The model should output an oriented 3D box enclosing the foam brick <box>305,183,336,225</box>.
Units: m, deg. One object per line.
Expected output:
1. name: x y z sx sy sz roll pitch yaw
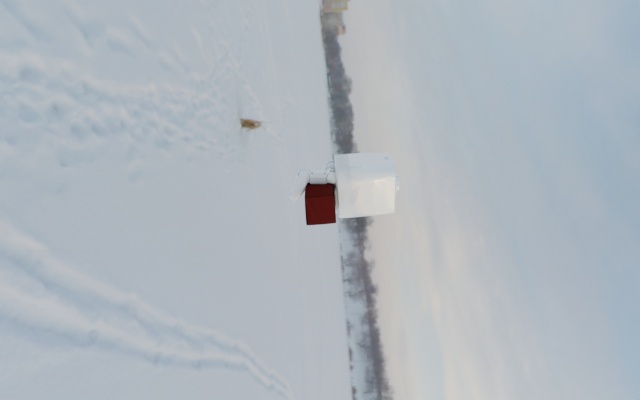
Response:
1. foam brick: 0.000 0.003 0.832 0.051 0.053 0.078 -3 23 2
